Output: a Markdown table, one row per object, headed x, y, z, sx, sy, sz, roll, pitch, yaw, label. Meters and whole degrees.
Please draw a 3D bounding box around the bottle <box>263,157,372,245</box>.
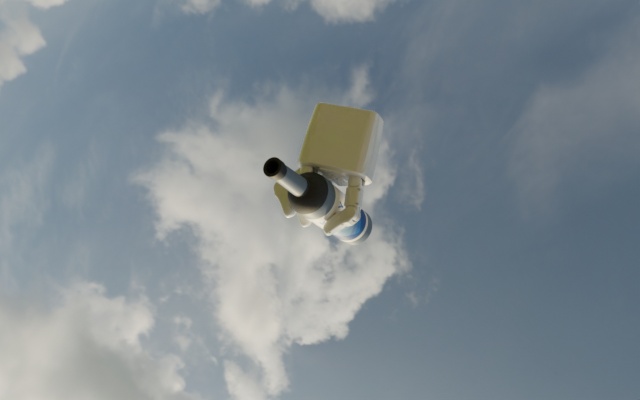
| x | y | z | sx | sy | sz | roll | pitch | yaw | label |
| --- | --- | --- | --- | --- | --- | --- | --- | --- | --- |
| 0.000 | 0.003 | 0.733 | 0.069 | 0.069 | 0.296 | 0 | -18 | 26 | bottle |
